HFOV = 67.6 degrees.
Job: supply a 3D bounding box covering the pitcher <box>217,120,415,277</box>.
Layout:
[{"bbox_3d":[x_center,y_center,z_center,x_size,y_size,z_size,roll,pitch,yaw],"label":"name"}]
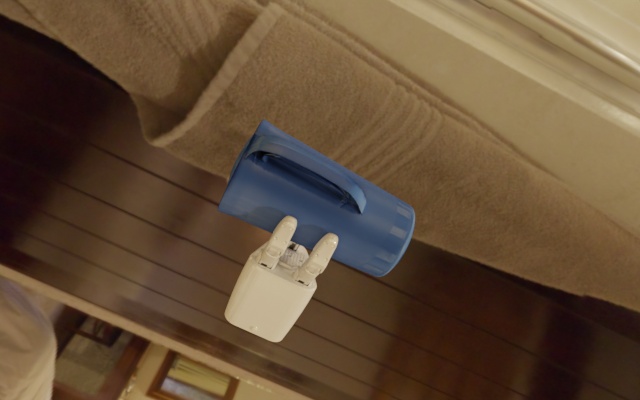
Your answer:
[{"bbox_3d":[0.000,0.002,0.624,0.243,0.145,0.149,26,22,-7],"label":"pitcher"}]
